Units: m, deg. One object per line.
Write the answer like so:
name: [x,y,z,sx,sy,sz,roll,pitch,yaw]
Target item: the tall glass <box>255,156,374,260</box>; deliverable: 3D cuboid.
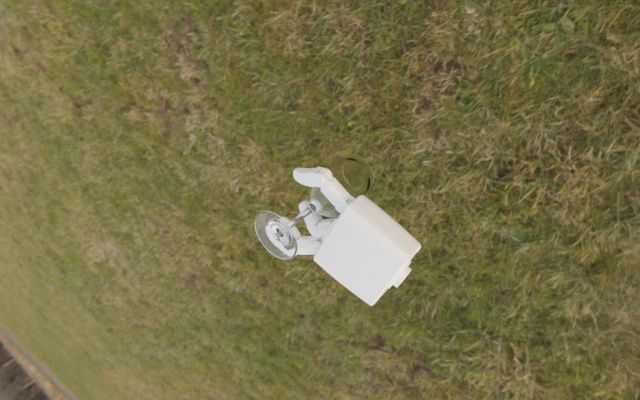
tall glass: [0.000,0.002,0.698,0.079,0.079,0.201,0,27,42]
